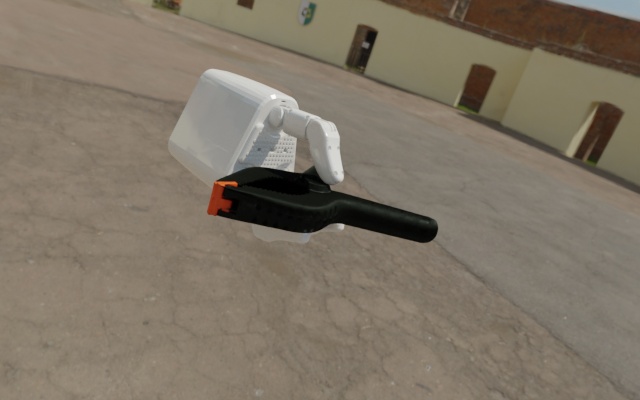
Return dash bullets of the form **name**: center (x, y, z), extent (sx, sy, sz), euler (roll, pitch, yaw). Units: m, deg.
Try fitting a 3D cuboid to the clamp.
- **clamp**: center (0.000, 0.001, 0.430), extent (0.164, 0.036, 0.210), euler (30, 22, 34)
